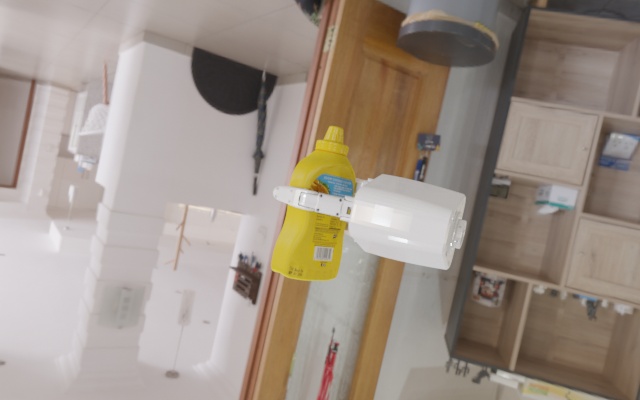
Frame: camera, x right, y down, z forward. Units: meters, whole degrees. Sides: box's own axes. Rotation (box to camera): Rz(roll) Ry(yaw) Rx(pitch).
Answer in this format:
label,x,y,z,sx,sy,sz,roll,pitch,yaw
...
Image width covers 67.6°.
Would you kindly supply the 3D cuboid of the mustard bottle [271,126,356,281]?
label,x,y,z,sx,sy,sz,roll,pitch,yaw
mustard bottle,0.000,0.002,0.600,0.096,0.191,0.058,11,3,-44
